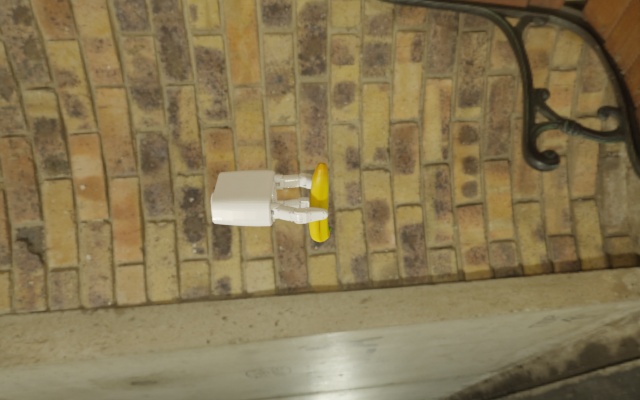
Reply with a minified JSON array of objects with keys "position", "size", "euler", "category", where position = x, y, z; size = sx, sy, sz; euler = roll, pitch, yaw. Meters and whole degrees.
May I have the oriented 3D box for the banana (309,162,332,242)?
[{"position":[-0.002,0.019,0.889],"size":[0.037,0.069,0.198],"euler":[4,-41,5],"category":"banana"}]
